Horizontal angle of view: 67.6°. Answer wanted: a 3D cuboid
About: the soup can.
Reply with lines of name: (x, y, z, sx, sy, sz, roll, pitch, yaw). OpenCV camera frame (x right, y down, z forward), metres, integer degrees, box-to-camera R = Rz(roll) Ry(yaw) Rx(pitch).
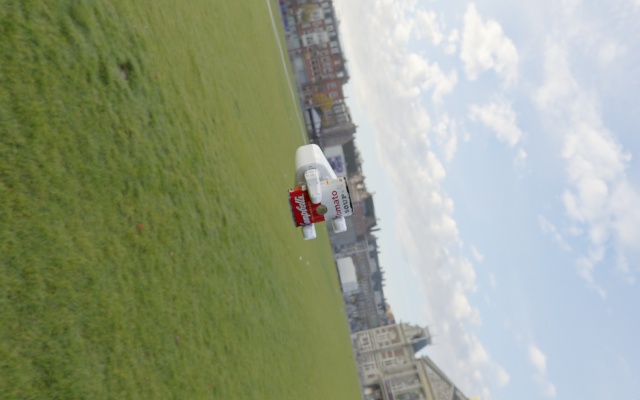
soup can: (0.000, 0.003, 0.815, 0.102, 0.068, 0.068, -13, 0, 1)
